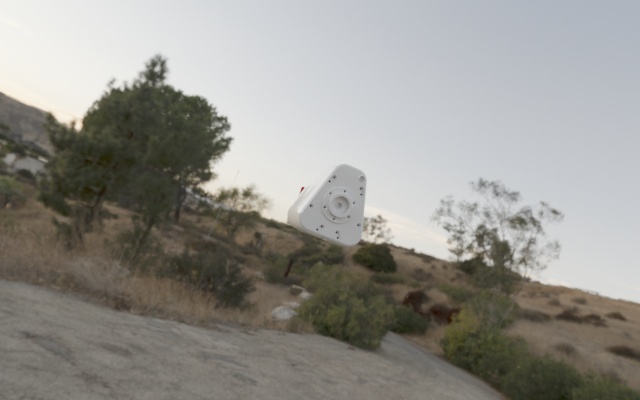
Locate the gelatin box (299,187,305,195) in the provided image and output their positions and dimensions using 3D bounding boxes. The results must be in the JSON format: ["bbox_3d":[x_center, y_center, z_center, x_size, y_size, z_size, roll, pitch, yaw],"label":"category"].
[{"bbox_3d":[0.000,0.002,0.832,0.073,0.030,0.089,21,2,3],"label":"gelatin box"}]
